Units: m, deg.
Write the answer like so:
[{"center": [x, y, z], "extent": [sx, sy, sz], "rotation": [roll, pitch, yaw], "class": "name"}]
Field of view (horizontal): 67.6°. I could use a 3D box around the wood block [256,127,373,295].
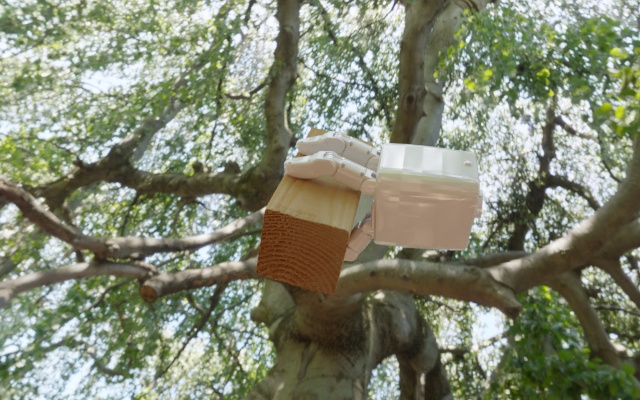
[{"center": [0.000, 0.002, 0.572], "extent": [0.090, 0.091, 0.206], "rotation": [15, 33, 5], "class": "wood block"}]
